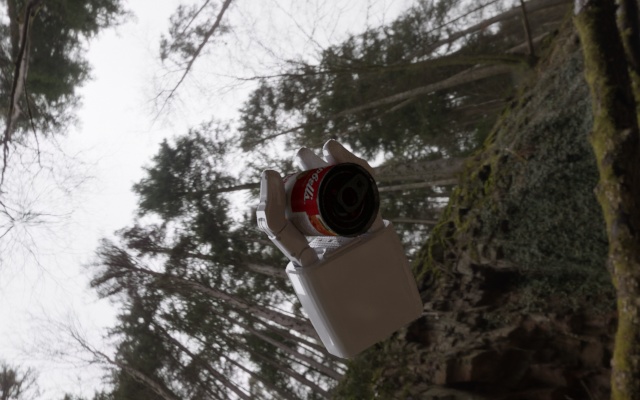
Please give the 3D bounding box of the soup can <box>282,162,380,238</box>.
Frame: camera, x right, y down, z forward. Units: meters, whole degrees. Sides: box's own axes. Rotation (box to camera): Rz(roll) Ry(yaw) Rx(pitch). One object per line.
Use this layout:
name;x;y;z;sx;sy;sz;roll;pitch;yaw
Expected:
soup can;0.000;0.001;0.469;0.068;0.068;0.102;0;-2;-32
